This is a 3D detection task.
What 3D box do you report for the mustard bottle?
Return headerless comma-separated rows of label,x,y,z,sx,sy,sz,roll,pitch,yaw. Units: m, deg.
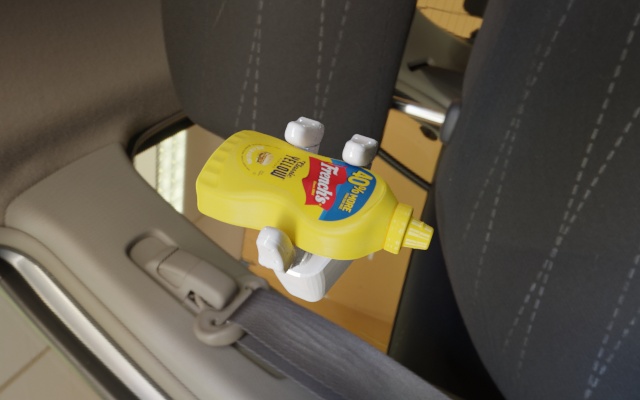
mustard bottle,0.000,0.001,0.404,0.191,0.058,0.096,19,41,13
